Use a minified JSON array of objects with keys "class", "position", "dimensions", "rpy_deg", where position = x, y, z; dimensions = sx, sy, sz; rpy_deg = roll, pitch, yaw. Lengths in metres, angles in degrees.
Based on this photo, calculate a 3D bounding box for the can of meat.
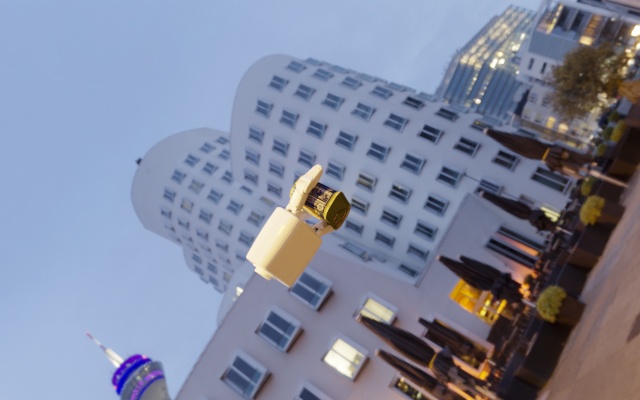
[{"class":"can of meat","position":[0.000,0.003,0.882],"dimensions":[0.084,0.057,0.102],"rpy_deg":[28,-10,24]}]
